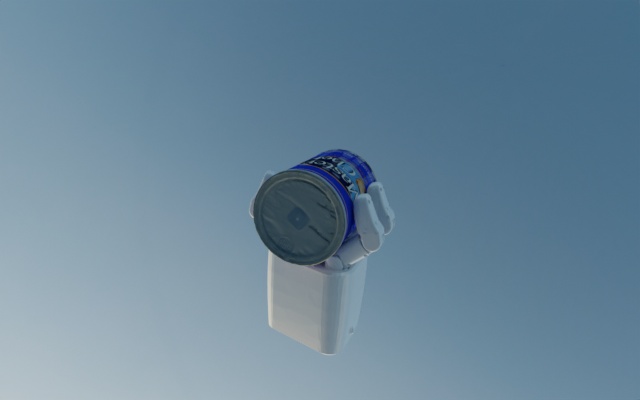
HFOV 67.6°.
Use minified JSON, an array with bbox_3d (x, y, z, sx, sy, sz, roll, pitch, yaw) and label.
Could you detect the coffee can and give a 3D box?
[{"bbox_3d":[0.000,0.002,0.550,0.103,0.103,0.140,0,15,21],"label":"coffee can"}]
